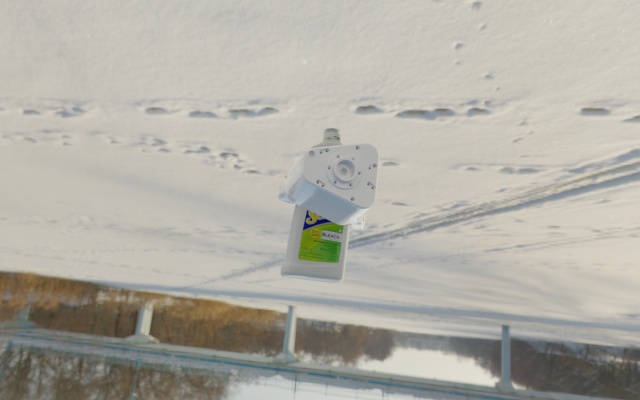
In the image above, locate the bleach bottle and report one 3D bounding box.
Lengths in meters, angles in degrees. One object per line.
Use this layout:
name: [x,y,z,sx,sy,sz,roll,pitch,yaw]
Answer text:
bleach bottle: [0.000,0.003,0.775,0.102,0.250,0.068,9,-14,-11]
